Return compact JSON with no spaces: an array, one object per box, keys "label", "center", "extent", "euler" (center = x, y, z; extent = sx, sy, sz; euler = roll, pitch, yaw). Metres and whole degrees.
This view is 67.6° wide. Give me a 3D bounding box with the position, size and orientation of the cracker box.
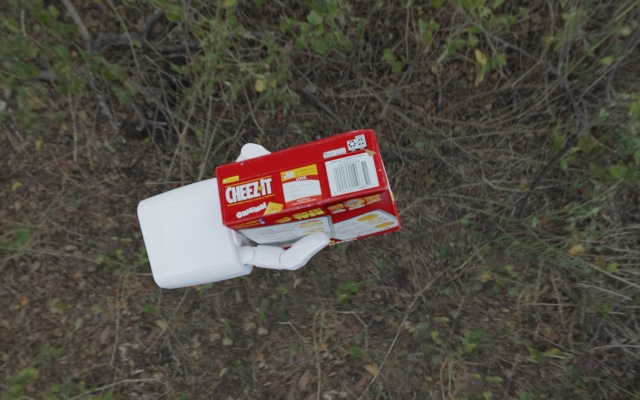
[{"label":"cracker box","center":[0.000,0.002,0.550],"extent":[0.164,0.072,0.214],"euler":[-13,-16,9]}]
